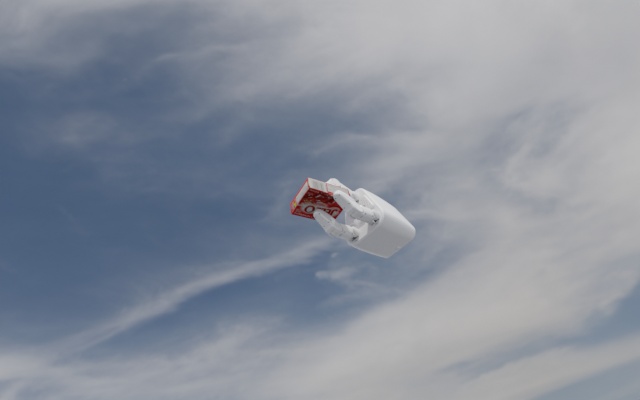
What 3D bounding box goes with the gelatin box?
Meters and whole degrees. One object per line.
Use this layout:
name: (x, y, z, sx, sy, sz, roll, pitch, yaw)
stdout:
gelatin box: (0.000, 0.002, 0.871, 0.089, 0.030, 0.073, 15, -49, -26)
